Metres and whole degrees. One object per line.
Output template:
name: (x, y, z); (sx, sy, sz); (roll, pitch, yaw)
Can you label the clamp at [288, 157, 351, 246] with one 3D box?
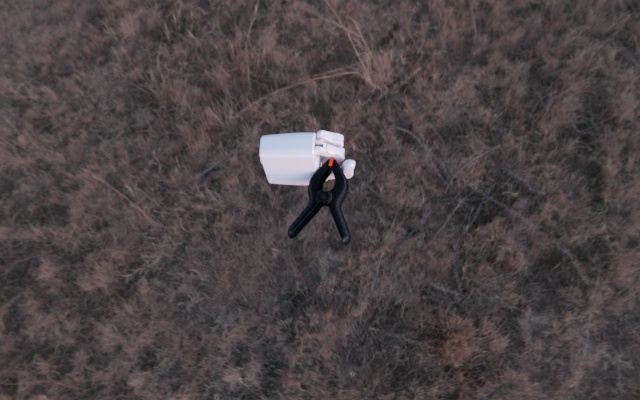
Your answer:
clamp: (0.000, 0.003, 0.898); (0.120, 0.171, 0.039); (-1, -22, 11)
